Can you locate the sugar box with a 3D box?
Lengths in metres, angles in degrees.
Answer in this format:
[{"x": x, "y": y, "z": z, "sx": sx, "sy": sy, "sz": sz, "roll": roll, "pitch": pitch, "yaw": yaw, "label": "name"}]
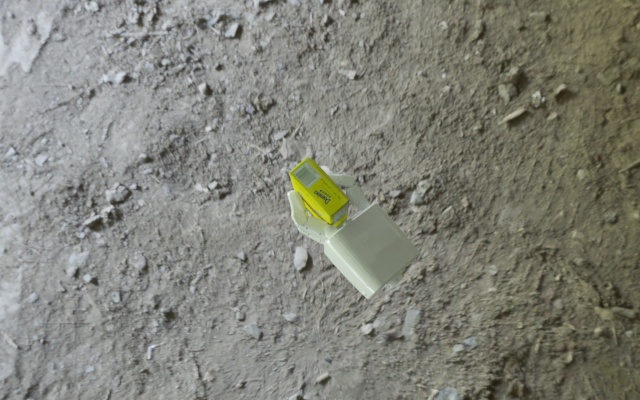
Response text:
[{"x": 0.000, "y": 0.003, "z": 0.769, "sx": 0.048, "sy": 0.093, "sz": 0.176, "roll": -40, "pitch": -13, "yaw": -11, "label": "sugar box"}]
